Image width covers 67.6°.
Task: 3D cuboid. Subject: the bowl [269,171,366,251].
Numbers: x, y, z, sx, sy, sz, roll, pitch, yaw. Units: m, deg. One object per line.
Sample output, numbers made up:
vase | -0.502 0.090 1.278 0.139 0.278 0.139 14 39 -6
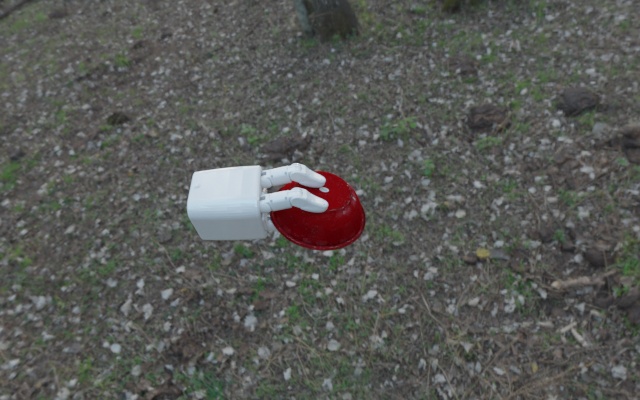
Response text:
bowl | 0.001 0.002 0.772 0.162 0.055 0.162 7 44 -7
